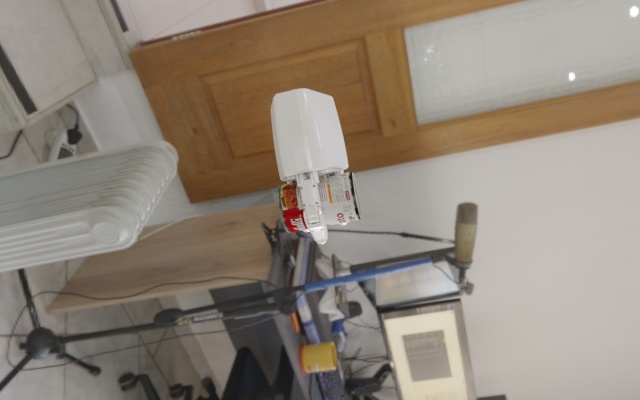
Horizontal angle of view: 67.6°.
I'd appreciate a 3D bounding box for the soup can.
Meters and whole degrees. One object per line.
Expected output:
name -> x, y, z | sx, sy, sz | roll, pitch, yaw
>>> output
soup can -> 0.000, 0.003, 0.652 | 0.102, 0.068, 0.068 | -11, -2, 8
